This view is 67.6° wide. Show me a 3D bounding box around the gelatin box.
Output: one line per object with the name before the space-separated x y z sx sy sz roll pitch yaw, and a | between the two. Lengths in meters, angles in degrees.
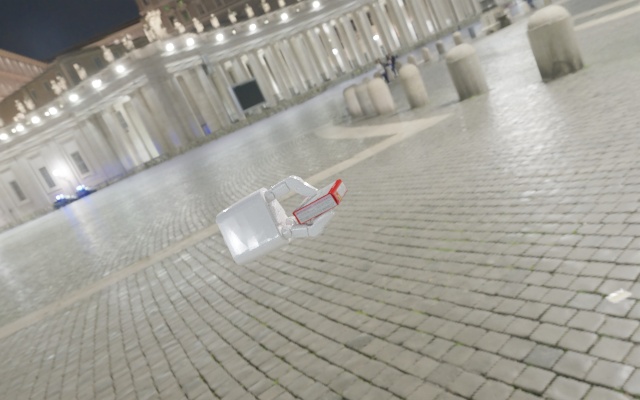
gelatin box | 0.000 0.002 0.873 0.089 0.030 0.073 -29 11 25
